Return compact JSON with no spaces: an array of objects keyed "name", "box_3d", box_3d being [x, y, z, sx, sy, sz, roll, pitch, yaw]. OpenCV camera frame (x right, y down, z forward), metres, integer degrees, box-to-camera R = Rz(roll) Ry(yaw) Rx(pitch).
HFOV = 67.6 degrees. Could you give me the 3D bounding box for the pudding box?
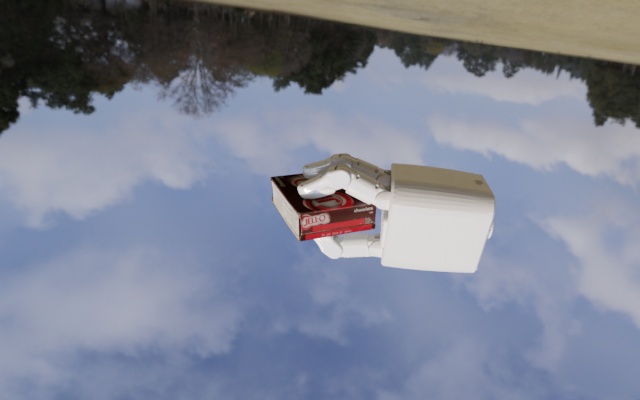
[{"name":"pudding box","box_3d":[0.000,0.002,0.545,0.090,0.039,0.113,-7,23,-20]}]
